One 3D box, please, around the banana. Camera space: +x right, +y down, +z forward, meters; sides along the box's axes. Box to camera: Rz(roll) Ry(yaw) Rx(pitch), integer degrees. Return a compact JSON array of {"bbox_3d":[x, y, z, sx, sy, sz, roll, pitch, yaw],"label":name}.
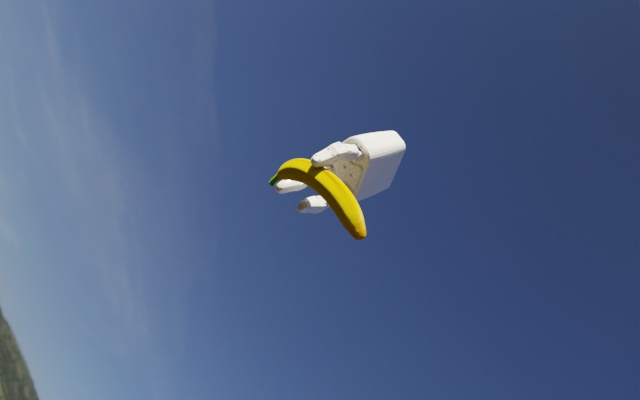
[{"bbox_3d":[0.001,-0.015,0.719,0.197,0.070,0.037,33,34,34],"label":"banana"}]
